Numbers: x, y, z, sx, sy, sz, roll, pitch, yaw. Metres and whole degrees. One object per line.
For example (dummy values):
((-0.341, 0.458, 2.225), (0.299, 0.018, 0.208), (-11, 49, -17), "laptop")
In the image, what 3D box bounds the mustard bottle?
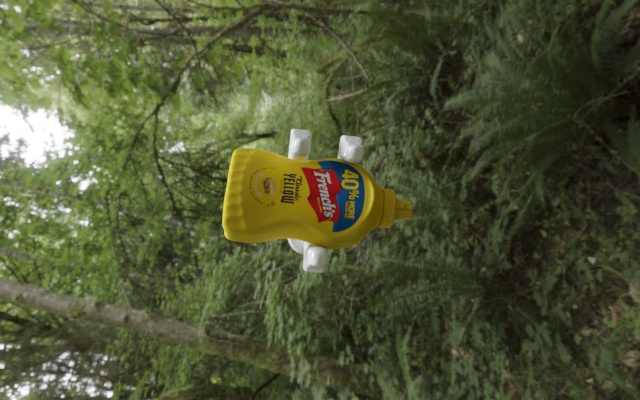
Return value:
((0.000, 0.002, 0.497), (0.191, 0.096, 0.058), (6, -26, -4), "mustard bottle")
